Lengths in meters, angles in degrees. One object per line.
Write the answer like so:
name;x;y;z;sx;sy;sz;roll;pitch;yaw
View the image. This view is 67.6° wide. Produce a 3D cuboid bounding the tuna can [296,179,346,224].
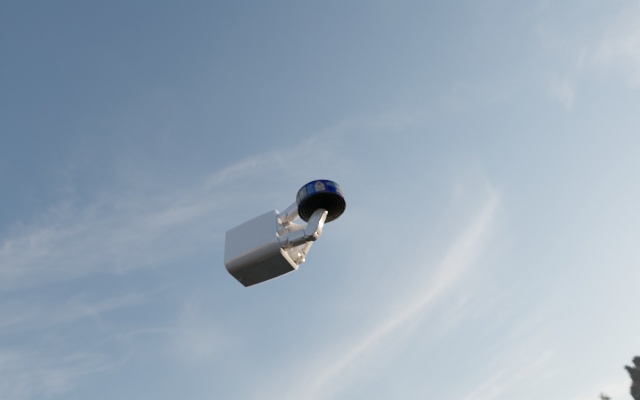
tuna can;0.000;0.002;0.843;0.086;0.033;0.086;-7;-41;-6
